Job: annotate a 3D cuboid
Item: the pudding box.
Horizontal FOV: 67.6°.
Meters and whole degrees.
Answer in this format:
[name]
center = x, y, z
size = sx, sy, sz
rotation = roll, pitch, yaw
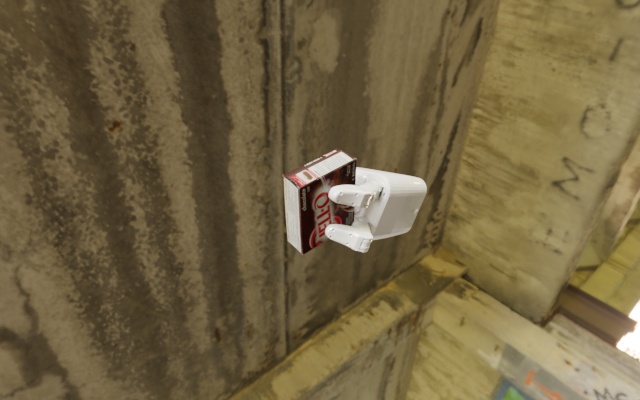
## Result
[pudding box]
center = 0.000, 0.002, 0.600
size = 0.090, 0.114, 0.039
rotation = -30, 46, -29
